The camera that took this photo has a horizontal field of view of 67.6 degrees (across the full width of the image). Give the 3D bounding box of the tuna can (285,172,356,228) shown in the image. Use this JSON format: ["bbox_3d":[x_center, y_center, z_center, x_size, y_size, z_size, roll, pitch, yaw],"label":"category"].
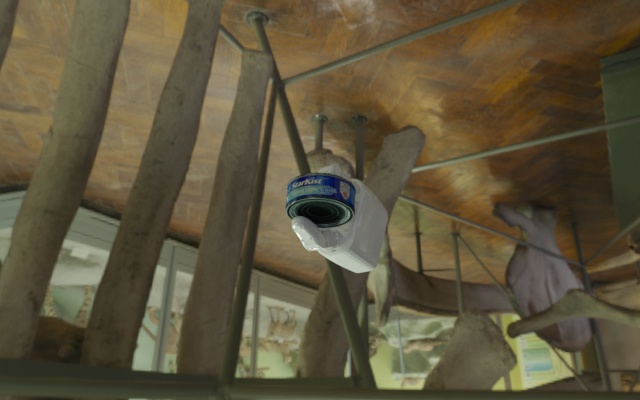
[{"bbox_3d":[0.000,0.002,0.583,0.086,0.033,0.086,3,-28,1],"label":"tuna can"}]
